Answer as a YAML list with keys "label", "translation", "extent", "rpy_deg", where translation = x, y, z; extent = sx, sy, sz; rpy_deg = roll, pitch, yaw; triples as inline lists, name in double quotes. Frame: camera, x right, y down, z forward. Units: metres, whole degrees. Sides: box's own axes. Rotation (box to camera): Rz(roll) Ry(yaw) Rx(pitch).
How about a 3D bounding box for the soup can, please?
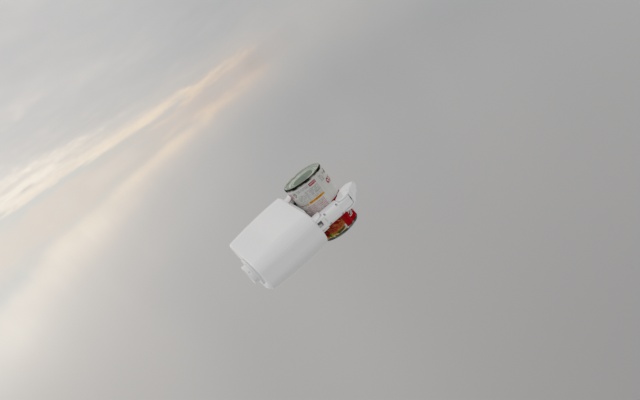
- label: "soup can"
  translation: [0.000, 0.002, 0.727]
  extent: [0.068, 0.102, 0.068]
  rpy_deg: [-33, 18, 12]
